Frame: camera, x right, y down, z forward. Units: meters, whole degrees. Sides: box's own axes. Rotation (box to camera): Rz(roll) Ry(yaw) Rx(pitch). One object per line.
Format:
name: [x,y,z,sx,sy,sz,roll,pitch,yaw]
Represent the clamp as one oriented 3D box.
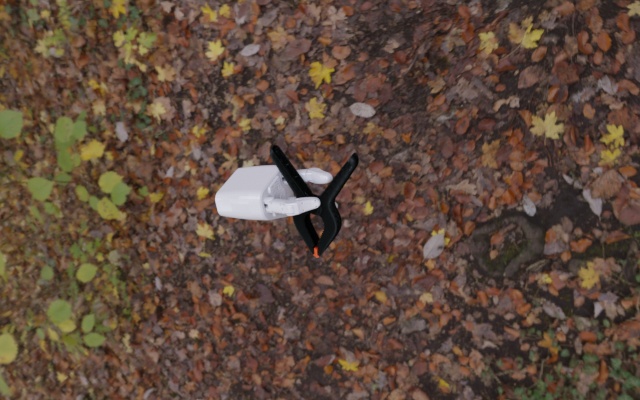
clamp: [0.000,0.004,0.834,0.164,0.210,0.036,2,23,29]
